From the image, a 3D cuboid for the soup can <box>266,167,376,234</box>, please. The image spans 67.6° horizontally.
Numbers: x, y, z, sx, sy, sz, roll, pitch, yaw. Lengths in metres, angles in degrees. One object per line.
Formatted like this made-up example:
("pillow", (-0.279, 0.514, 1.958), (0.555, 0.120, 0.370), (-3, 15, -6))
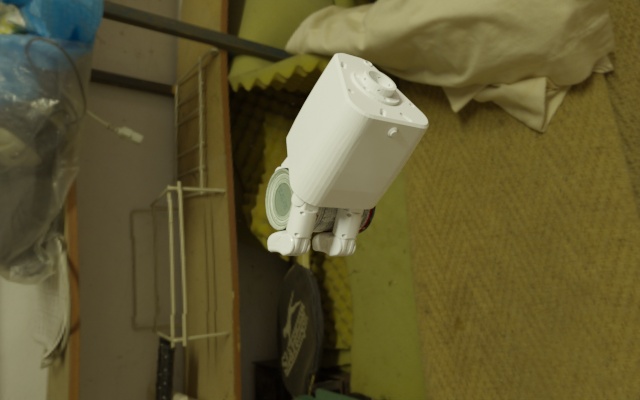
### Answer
("soup can", (0.000, 0.002, 0.522), (0.102, 0.068, 0.068), (4, -2, -34))
